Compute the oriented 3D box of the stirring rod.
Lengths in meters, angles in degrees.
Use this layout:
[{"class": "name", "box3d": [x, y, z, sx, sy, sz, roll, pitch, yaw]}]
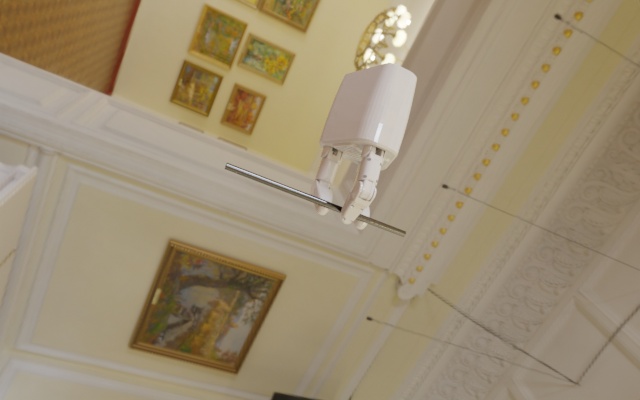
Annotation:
[{"class": "stirring rod", "box3d": [0.000, 0.002, 0.576, 0.239, 0.011, 0.011, 21, -7, -17]}]
